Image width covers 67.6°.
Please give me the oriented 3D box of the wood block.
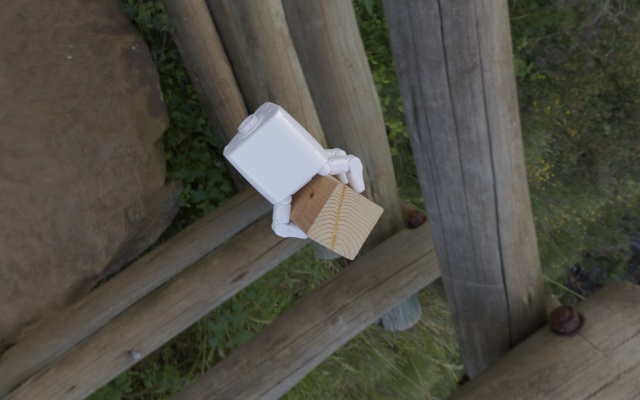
[{"bbox_3d":[0.000,0.003,0.767,0.090,0.091,0.206,30,4,-26],"label":"wood block"}]
